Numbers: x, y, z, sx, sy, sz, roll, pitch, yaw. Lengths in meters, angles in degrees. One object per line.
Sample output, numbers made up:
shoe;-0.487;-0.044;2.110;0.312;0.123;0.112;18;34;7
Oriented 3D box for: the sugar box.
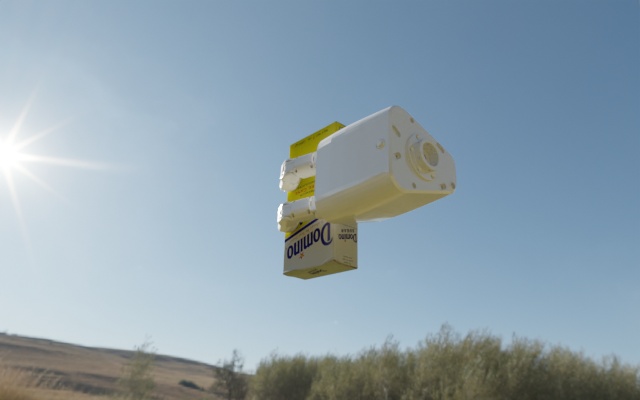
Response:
sugar box;0.000;0.002;0.584;0.048;0.176;0.093;22;-30;-37
